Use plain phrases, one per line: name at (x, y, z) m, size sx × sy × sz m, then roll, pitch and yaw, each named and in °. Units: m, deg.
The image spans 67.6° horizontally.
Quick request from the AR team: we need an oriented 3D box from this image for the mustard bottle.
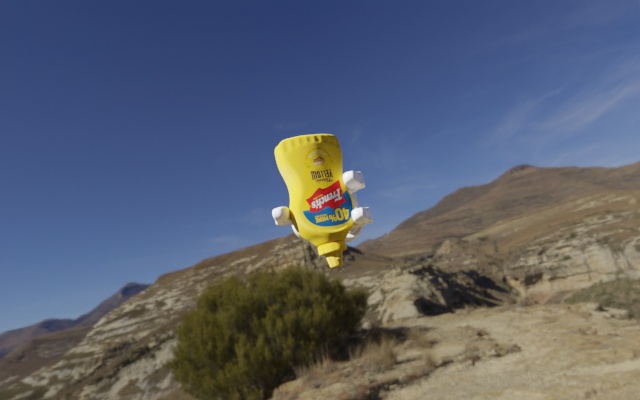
mustard bottle at (0.000, 0.002, 0.691) m, size 0.096 × 0.191 × 0.058 m, roll -9°, pitch -11°, yaw -27°
